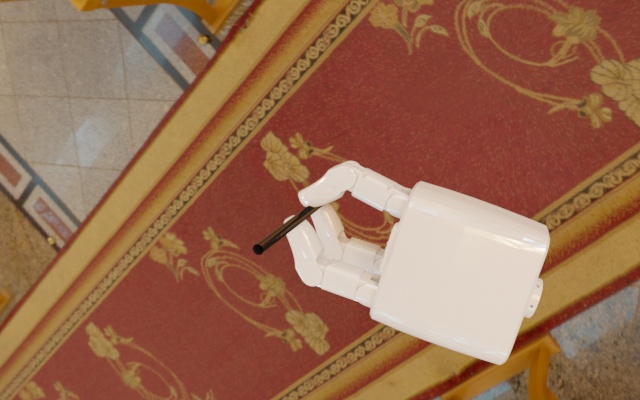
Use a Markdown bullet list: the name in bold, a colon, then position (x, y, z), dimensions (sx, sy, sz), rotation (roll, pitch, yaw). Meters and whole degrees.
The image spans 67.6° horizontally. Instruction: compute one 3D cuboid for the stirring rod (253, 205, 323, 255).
- **stirring rod**: position (0.000, 0.001, 0.432), dimensions (0.011, 0.011, 0.239), rotation (0, 15, 22)
